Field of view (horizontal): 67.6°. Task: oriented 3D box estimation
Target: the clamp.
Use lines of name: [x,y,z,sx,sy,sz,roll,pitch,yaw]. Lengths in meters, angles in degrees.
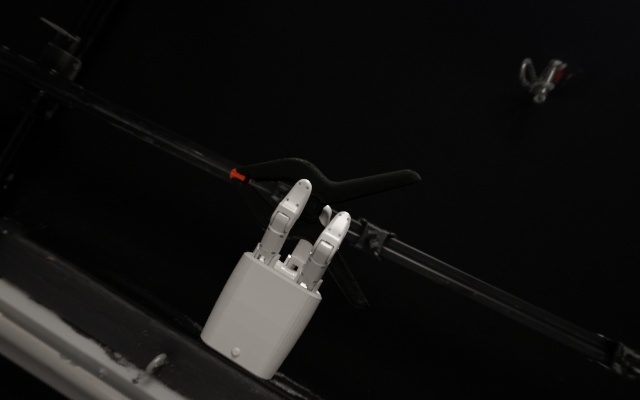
clamp: [0.000,0.002,0.545,0.210,0.164,0.036,30,-5,8]
